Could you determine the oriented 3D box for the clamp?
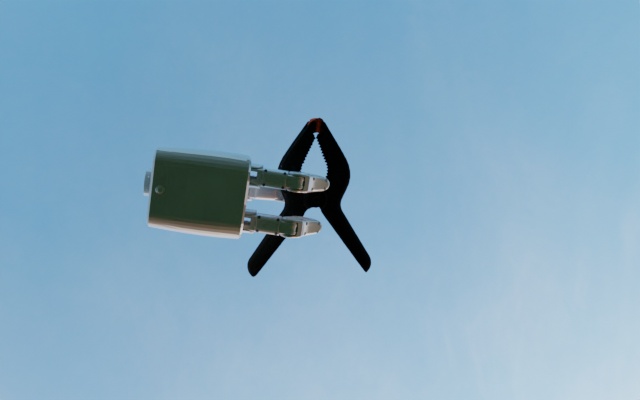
[{"bbox_3d":[0.000,0.001,0.616,0.164,0.210,0.036,7,7,-16],"label":"clamp"}]
